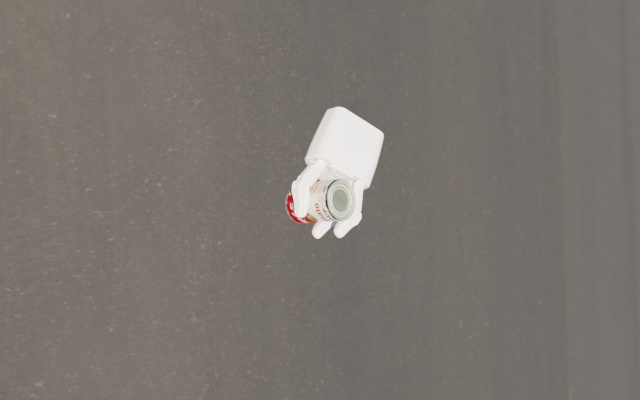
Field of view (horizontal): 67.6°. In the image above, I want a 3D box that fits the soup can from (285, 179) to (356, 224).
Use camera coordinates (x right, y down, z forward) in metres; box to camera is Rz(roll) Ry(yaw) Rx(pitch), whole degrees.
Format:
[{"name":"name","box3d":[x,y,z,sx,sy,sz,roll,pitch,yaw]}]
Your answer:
[{"name":"soup can","box3d":[0.000,0.003,0.785,0.068,0.068,0.102,0,-4,-43]}]
